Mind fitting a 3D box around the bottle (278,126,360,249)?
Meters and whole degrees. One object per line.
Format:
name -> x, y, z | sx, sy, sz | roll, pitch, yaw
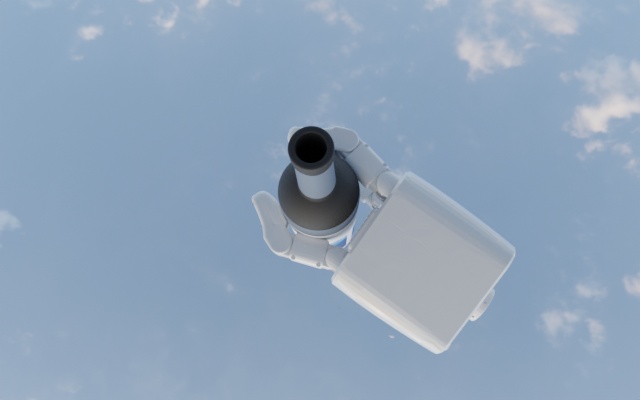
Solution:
bottle -> 0.000, 0.001, 0.420 | 0.069, 0.069, 0.296 | 0, -13, 2
